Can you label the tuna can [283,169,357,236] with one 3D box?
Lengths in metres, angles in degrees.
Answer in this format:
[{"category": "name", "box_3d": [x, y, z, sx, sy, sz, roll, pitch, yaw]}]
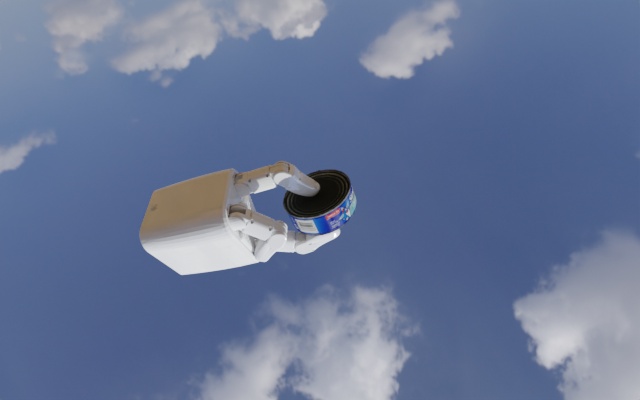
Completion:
[{"category": "tuna can", "box_3d": [0.000, 0.002, 0.581, 0.086, 0.034, 0.086, -15, 39, 12]}]
